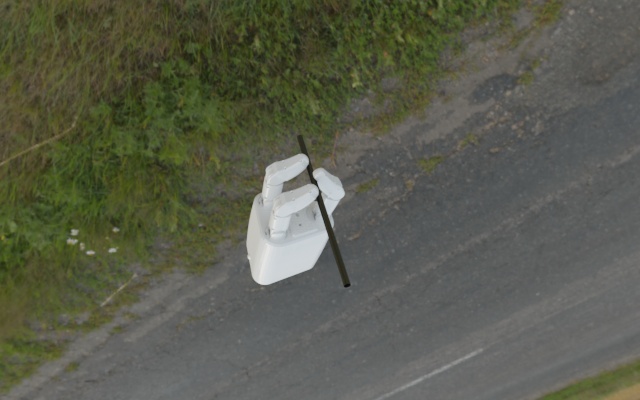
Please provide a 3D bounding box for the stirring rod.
[{"bbox_3d":[0.000,0.002,0.591,0.011,0.239,0.011,-11,-38,-9],"label":"stirring rod"}]
